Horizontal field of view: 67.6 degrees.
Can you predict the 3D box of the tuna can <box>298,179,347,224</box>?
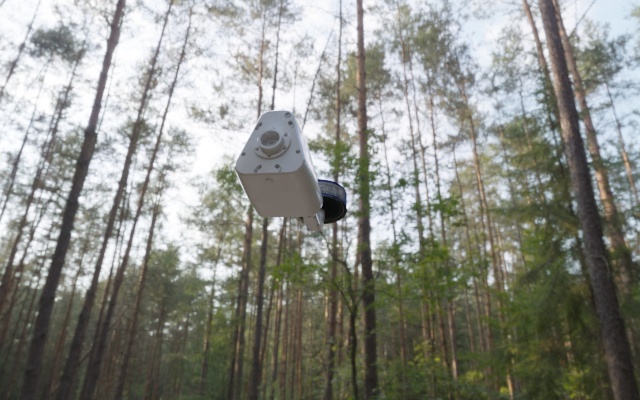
[{"bbox_3d":[0.000,0.002,0.767,0.086,0.033,0.086,2,-33,1],"label":"tuna can"}]
